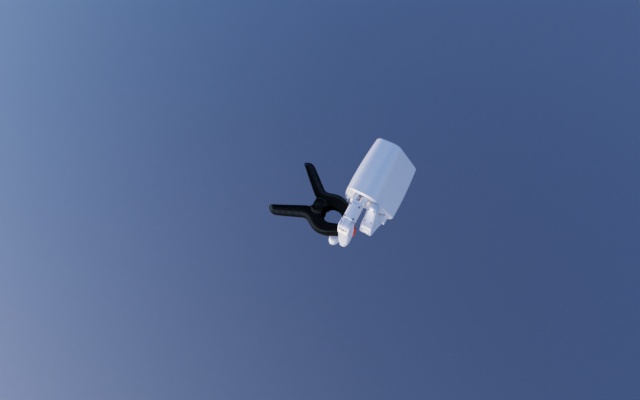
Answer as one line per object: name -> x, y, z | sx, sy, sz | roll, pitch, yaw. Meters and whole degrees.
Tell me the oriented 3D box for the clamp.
clamp -> 0.000, 0.003, 0.882 | 0.171, 0.120, 0.039 | 26, -7, 21
